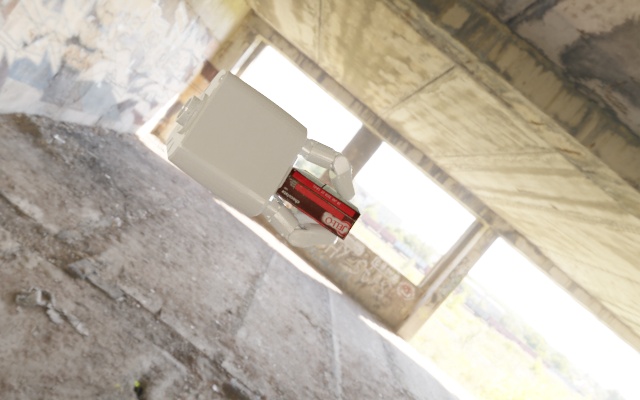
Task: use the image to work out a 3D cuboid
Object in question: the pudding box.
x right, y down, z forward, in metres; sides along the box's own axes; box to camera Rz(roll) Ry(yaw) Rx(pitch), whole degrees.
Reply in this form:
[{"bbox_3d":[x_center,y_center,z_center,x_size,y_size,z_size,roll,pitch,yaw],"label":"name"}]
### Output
[{"bbox_3d":[0.000,0.002,0.550,0.090,0.039,0.113,36,5,2],"label":"pudding box"}]
